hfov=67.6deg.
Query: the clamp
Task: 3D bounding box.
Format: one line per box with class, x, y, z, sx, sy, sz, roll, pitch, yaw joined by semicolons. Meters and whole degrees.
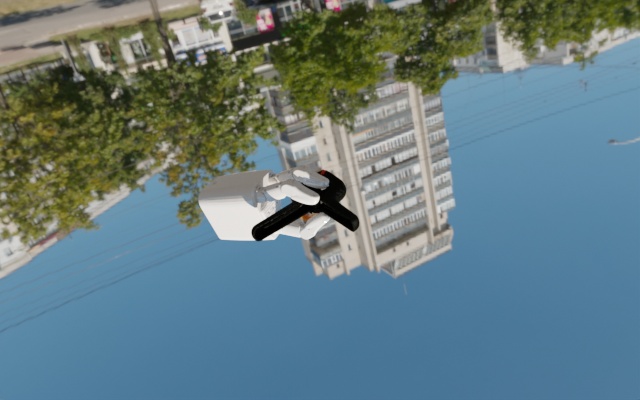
clamp;0.000;0.003;0.773;0.164;0.036;0.210;-3;26;20
